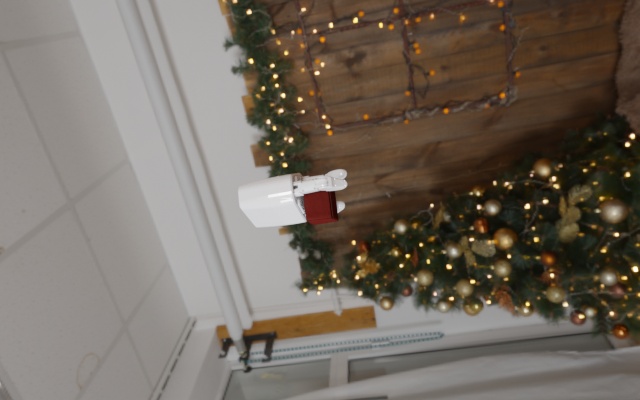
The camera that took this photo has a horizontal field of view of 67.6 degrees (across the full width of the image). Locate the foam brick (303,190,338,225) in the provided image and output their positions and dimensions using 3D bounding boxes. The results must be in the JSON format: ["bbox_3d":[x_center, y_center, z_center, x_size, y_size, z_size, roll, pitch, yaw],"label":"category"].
[{"bbox_3d":[0.000,0.003,0.899,0.051,0.078,0.053,-10,-14,12],"label":"foam brick"}]
